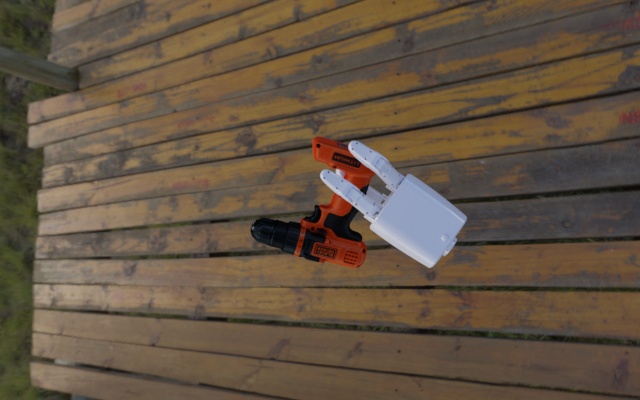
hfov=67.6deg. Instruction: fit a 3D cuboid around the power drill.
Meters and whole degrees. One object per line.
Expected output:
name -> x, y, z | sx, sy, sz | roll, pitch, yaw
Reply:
power drill -> 0.001, 0.002, 0.726 | 0.184, 0.188, 0.057 | 15, 18, -8
